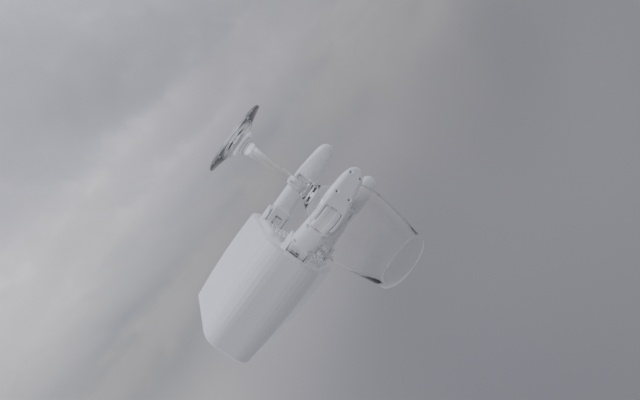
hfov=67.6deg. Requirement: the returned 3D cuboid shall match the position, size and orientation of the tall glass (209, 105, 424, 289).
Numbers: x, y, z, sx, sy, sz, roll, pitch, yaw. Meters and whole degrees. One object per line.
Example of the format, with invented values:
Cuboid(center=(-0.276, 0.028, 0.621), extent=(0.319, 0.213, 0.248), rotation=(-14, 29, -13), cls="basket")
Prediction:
Cuboid(center=(0.000, 0.001, 0.448), extent=(0.201, 0.079, 0.079), rotation=(36, -5, -6), cls="tall glass")
